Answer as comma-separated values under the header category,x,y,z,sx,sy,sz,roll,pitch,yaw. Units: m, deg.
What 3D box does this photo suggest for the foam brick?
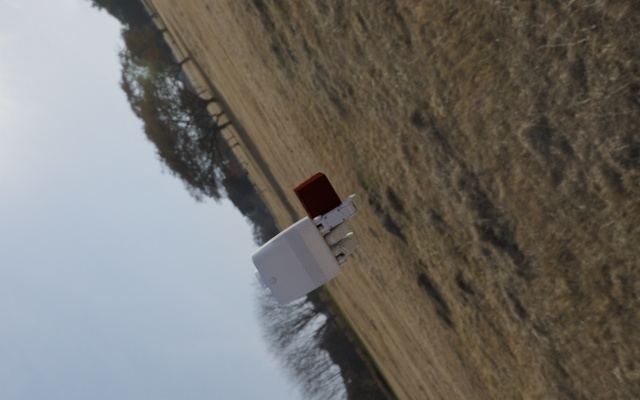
category,x,y,z,sx,sy,sz,roll,pitch,yaw
foam brick,0.000,0.002,0.742,0.051,0.078,0.053,-32,9,-5
